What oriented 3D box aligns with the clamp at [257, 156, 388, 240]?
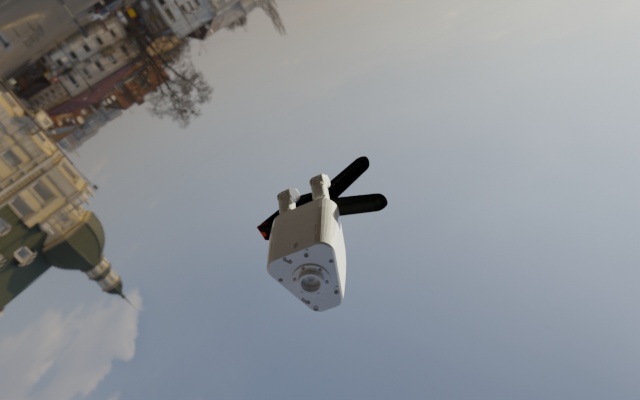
[{"bbox_3d":[0.000,0.003,0.748,0.210,0.036,0.164,-23,25,14],"label":"clamp"}]
